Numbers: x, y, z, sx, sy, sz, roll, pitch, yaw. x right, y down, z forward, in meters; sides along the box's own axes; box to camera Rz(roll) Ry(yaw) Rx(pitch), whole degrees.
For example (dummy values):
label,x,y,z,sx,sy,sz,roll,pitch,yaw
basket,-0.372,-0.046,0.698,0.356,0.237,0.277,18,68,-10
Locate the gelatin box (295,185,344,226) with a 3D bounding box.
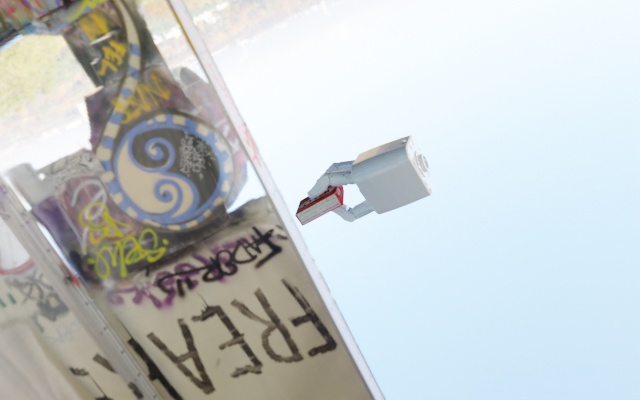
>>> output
label,x,y,z,sx,sy,sz,roll,pitch,yaw
gelatin box,0.000,0.003,0.879,0.089,0.030,0.073,-29,16,15
